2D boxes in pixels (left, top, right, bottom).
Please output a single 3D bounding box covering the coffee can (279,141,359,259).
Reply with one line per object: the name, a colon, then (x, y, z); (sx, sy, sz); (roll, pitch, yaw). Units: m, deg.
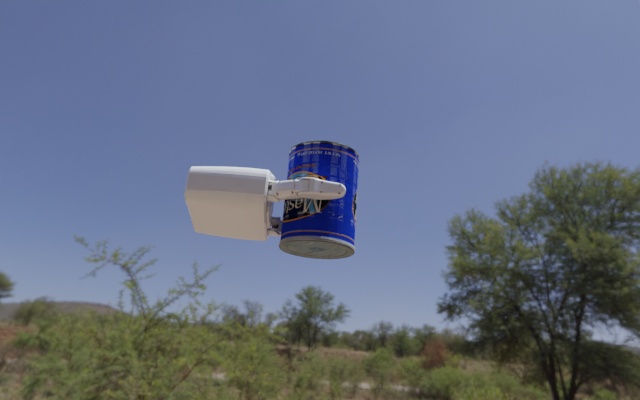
coffee can: (0.000, 0.002, 0.666); (0.103, 0.140, 0.103); (4, -19, 1)
